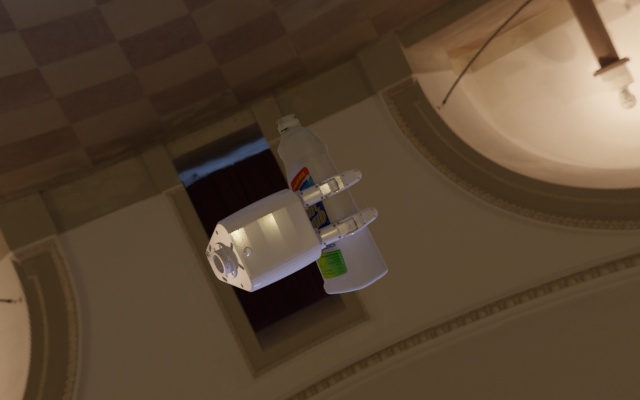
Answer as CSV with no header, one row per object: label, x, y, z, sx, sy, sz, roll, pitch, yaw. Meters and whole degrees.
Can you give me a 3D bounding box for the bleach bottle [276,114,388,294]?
bleach bottle,0.000,0.002,0.666,0.068,0.251,0.102,-25,1,-35
